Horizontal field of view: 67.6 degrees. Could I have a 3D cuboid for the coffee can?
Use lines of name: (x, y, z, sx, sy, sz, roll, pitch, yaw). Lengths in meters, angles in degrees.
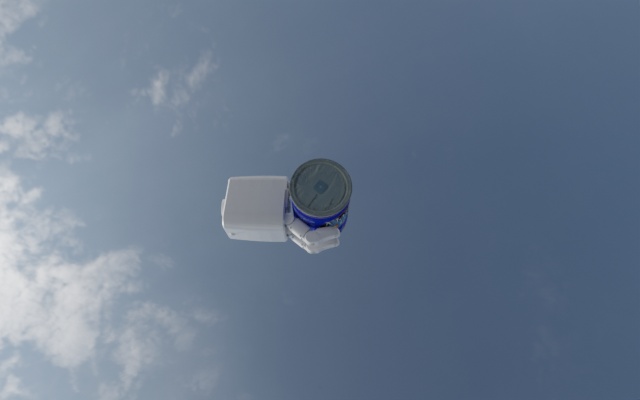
coffee can: (0.000, 0.003, 0.837, 0.103, 0.102, 0.140, 0, -21, 0)
